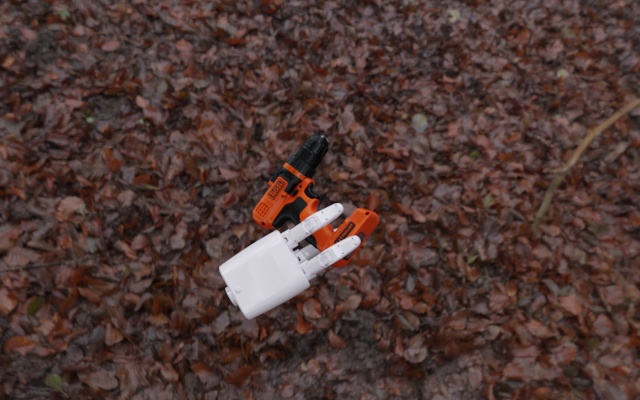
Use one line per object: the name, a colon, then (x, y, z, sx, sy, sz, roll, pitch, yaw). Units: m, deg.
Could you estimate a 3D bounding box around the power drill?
power drill: (0.000, 0.003, 0.771, 0.187, 0.184, 0.057, 37, 3, 29)
